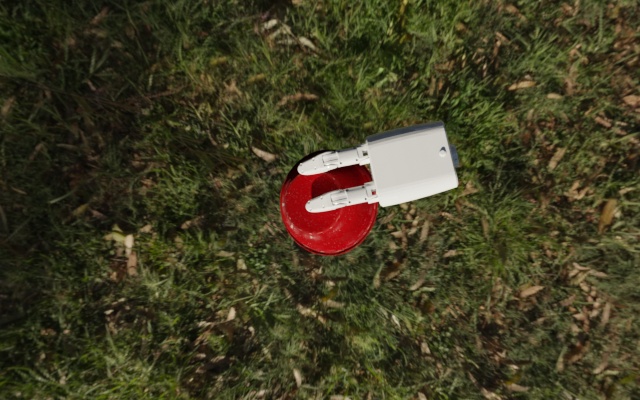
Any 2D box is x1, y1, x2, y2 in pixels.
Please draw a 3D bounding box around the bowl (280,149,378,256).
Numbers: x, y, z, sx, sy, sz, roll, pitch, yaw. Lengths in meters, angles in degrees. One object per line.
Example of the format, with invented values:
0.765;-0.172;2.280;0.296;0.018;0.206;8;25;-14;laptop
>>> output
-0.001;0.003;0.701;0.162;0.162;0.055;0;-1;24;bowl
